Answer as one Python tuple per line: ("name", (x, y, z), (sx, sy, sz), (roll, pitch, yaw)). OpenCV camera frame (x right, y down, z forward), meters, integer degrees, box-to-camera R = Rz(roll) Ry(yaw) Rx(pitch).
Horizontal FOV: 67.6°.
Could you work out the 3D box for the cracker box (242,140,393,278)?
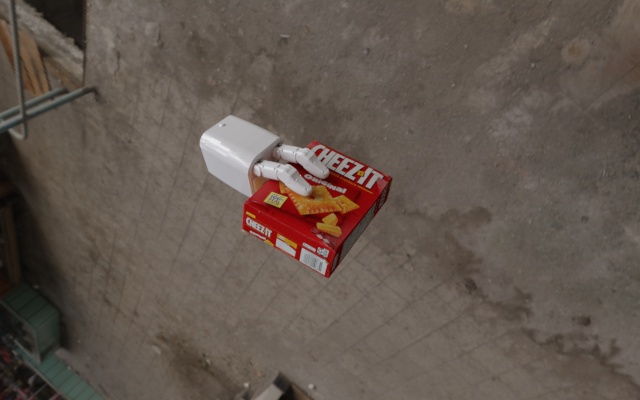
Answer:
("cracker box", (0.000, 0.003, 0.788), (0.164, 0.072, 0.213), (28, 46, 15))
